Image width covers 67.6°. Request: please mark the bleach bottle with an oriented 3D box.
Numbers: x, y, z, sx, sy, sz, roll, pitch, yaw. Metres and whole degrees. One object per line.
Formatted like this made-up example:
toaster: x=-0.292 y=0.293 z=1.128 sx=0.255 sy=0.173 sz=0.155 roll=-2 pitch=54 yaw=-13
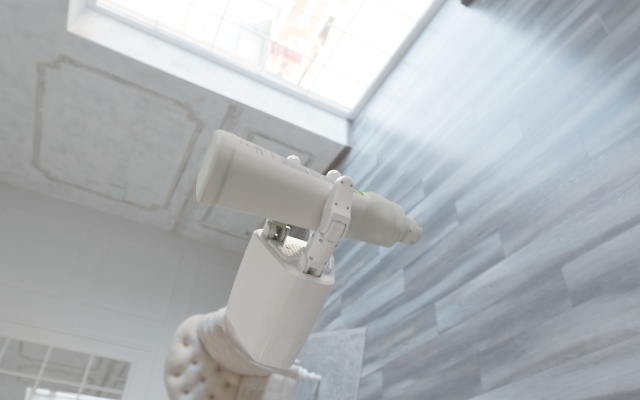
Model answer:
bleach bottle: x=0.000 y=0.002 z=0.506 sx=0.251 sy=0.068 sz=0.102 roll=19 pitch=12 yaw=-19
